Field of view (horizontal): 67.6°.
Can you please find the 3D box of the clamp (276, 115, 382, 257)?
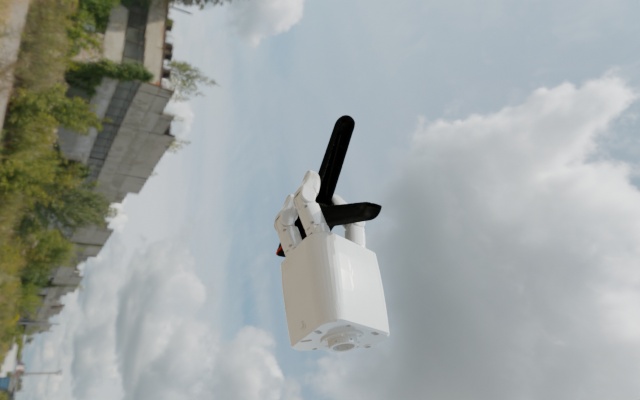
[{"bbox_3d":[0.001,0.003,0.620,0.036,0.164,0.210,16,-42,-26],"label":"clamp"}]
